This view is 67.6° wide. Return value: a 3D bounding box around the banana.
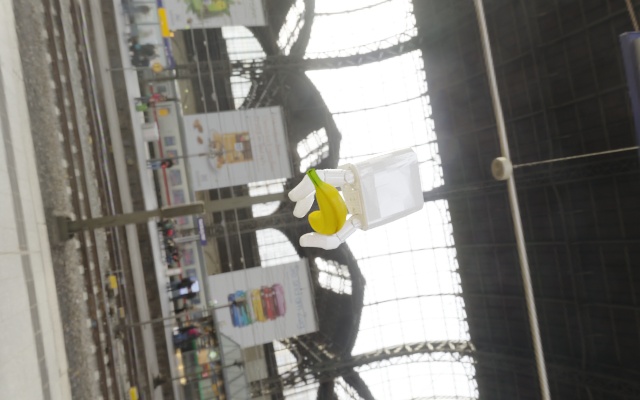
[{"bbox_3d":[0.009,0.017,0.691,0.037,0.069,0.198,-26,-18,-12],"label":"banana"}]
